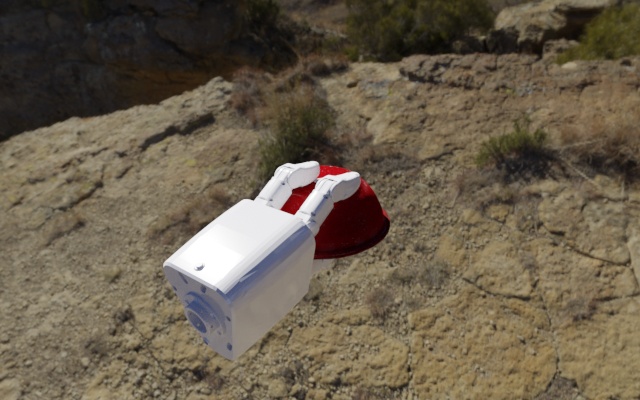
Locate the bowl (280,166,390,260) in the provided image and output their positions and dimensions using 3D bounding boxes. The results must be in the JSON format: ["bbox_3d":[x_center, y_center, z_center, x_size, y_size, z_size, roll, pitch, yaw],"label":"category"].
[{"bbox_3d":[0.001,0.001,0.549,0.162,0.055,0.162,-1,26,0],"label":"bowl"}]
